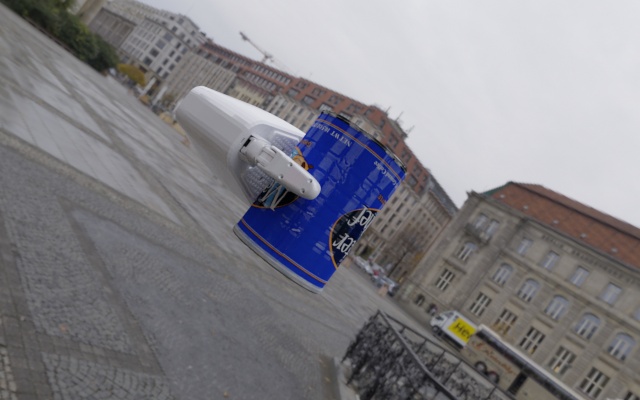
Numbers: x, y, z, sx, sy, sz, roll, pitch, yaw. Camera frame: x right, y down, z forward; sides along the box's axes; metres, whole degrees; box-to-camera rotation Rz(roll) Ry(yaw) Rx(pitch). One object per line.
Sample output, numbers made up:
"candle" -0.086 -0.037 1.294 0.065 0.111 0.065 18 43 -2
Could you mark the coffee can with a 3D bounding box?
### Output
"coffee can" 0.000 0.002 0.453 0.103 0.140 0.103 37 -2 1
